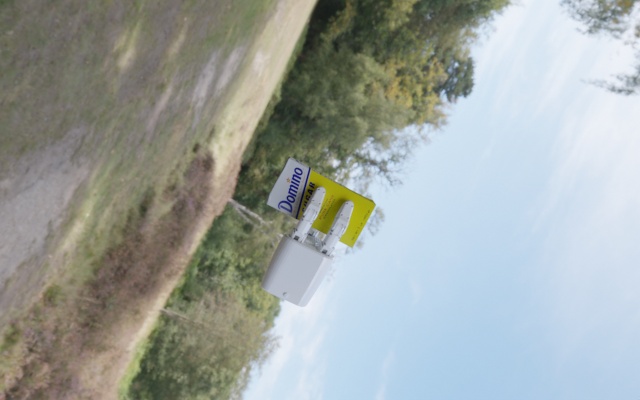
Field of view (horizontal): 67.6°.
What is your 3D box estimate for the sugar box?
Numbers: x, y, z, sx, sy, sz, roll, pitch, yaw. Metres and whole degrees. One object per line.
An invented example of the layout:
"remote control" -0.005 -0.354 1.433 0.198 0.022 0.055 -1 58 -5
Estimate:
"sugar box" 0.000 0.003 0.852 0.176 0.093 0.048 27 7 -8
